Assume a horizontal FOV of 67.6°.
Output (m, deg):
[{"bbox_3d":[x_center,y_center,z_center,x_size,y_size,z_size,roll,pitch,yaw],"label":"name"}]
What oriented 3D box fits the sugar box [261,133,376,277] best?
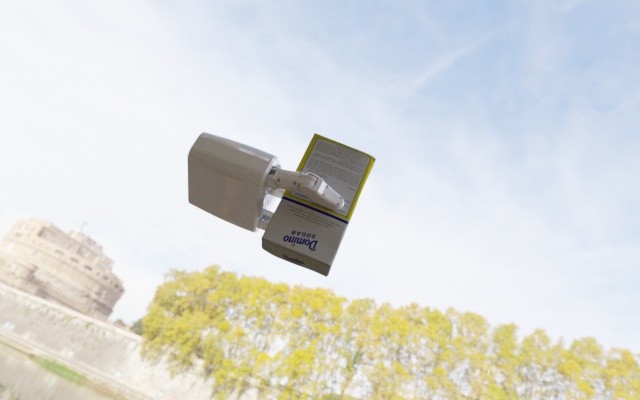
[{"bbox_3d":[0.000,0.002,0.623,0.093,0.176,0.048,22,-27,6],"label":"sugar box"}]
